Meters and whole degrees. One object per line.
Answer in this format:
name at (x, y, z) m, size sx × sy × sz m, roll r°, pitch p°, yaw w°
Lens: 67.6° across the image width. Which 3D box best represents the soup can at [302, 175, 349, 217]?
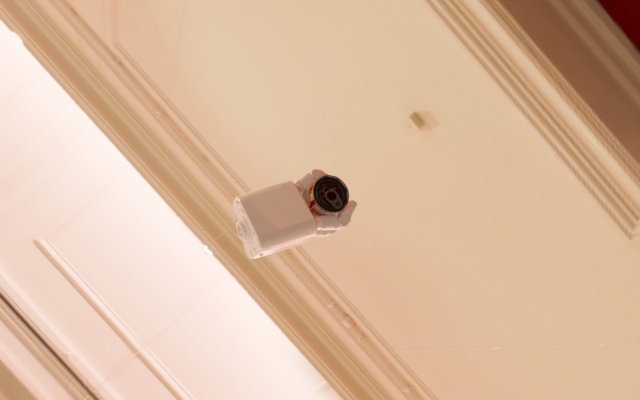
soup can at (0.000, 0.003, 0.860) m, size 0.068 × 0.068 × 0.102 m, roll 0°, pitch -17°, yaw -23°
